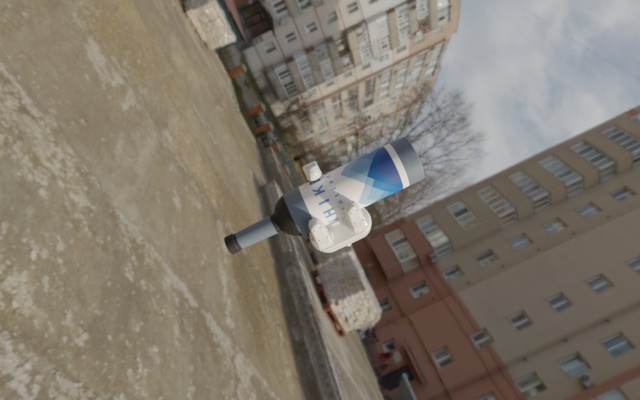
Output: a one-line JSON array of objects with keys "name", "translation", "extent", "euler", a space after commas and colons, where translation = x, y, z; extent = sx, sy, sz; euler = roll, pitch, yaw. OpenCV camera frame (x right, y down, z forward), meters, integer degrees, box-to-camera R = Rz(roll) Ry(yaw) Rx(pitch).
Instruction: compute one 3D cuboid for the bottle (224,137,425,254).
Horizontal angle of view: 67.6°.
[{"name": "bottle", "translation": [0.000, 0.002, 0.683], "extent": [0.296, 0.069, 0.069], "euler": [-25, -1, 2]}]
